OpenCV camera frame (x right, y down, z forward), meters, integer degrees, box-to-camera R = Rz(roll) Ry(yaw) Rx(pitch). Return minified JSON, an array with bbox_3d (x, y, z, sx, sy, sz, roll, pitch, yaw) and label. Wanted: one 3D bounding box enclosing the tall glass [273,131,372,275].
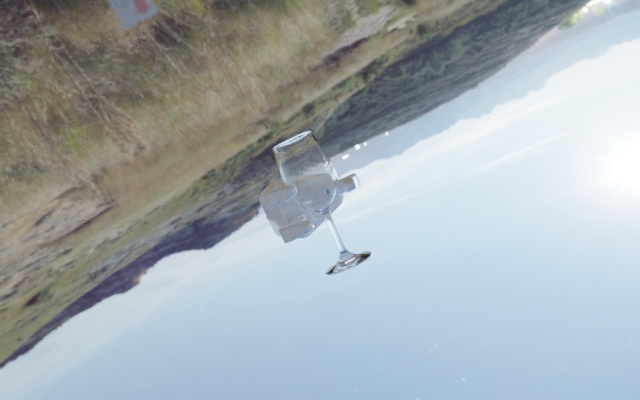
[{"bbox_3d":[0.001,0.003,0.695,0.079,0.201,0.079,-25,4,2],"label":"tall glass"}]
